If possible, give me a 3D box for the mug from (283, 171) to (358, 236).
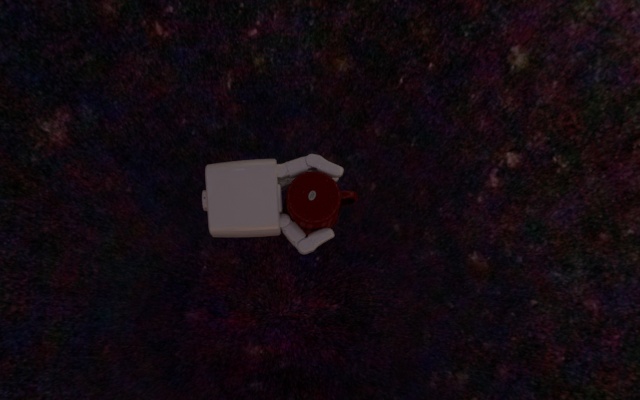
[{"bbox_3d":[0.002,0.002,0.736,0.117,0.093,0.081,-5,-13,-4],"label":"mug"}]
